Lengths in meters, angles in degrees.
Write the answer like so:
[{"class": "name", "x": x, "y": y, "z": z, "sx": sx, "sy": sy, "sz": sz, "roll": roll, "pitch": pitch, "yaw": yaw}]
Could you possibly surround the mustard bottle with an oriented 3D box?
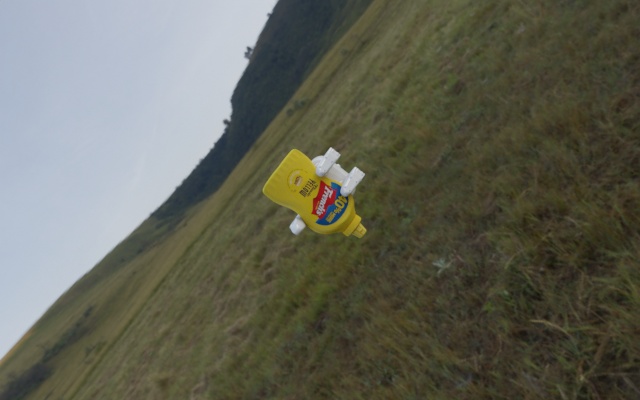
[{"class": "mustard bottle", "x": 0.000, "y": 0.003, "z": 0.840, "sx": 0.191, "sy": 0.096, "sz": 0.058, "roll": 37, "pitch": -15, "yaw": -4}]
